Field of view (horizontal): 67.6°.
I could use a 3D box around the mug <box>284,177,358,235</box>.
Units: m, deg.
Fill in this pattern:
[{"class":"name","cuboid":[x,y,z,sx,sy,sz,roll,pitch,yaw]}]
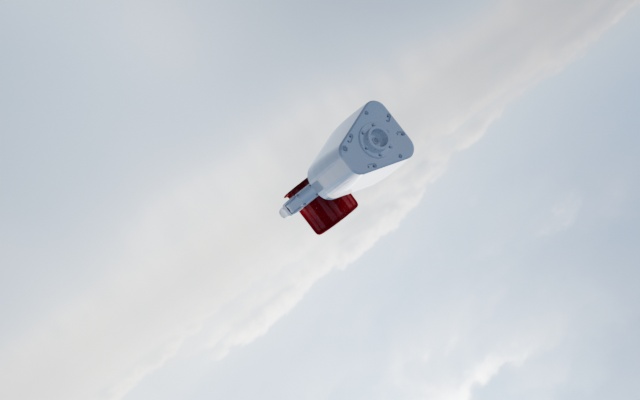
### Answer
[{"class":"mug","cuboid":[0.000,0.003,0.750,0.093,0.081,0.117,-37,0,-25]}]
